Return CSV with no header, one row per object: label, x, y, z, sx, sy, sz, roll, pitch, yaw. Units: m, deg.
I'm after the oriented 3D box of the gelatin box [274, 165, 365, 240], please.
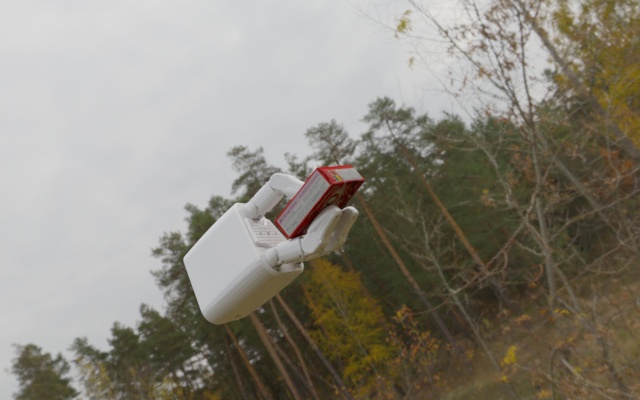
gelatin box,0.000,0.001,0.539,0.089,0.030,0.073,-52,-22,26
